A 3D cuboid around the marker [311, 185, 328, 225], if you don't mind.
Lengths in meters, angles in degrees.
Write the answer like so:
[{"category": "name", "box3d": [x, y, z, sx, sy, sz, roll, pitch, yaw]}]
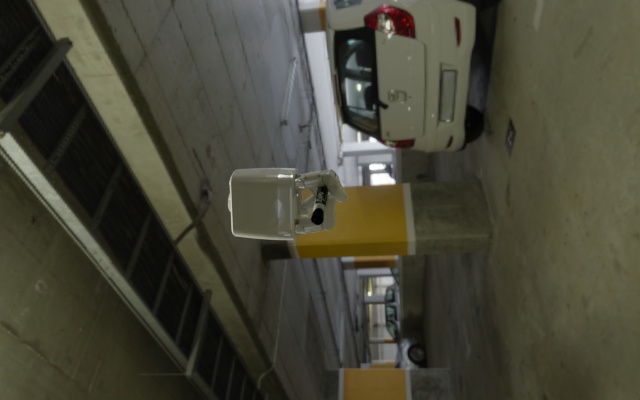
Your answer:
[{"category": "marker", "box3d": [0.000, 0.002, 0.742, 0.020, 0.020, 0.121, 0, 28, 6]}]
